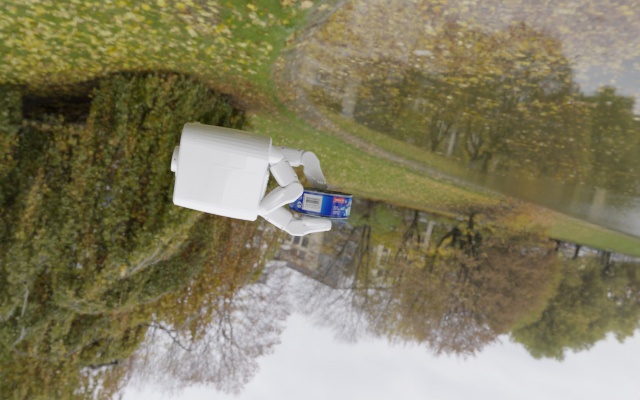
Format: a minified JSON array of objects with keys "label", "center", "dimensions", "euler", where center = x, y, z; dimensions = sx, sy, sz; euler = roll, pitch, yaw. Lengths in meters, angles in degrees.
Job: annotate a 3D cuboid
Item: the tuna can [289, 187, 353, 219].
[{"label":"tuna can","center":[0.000,0.003,0.663],"dimensions":[0.086,0.034,0.086],"euler":[8,4,-1]}]
